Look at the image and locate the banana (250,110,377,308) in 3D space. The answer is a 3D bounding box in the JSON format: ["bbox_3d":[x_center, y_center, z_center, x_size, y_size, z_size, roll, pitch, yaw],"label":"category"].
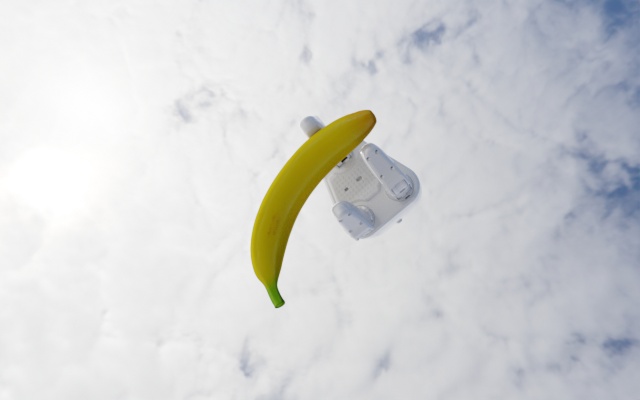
[{"bbox_3d":[-0.017,-0.003,0.447,0.069,0.198,0.037,26,0,19],"label":"banana"}]
